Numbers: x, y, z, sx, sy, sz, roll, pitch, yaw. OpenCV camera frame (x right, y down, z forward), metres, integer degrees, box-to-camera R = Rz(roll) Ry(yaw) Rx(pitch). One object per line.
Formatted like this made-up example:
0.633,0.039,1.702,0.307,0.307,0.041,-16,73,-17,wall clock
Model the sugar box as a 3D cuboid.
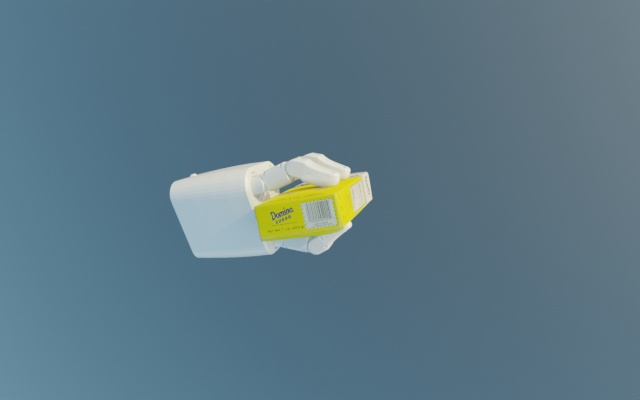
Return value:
0.000,0.001,0.569,0.093,0.048,0.176,-8,11,17,sugar box
